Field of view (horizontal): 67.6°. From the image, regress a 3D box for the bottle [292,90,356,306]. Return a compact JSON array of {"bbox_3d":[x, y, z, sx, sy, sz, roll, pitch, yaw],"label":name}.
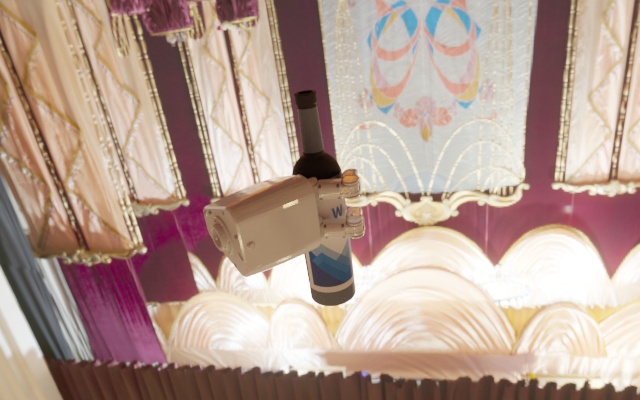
[{"bbox_3d":[0.000,0.002,0.638,0.069,0.296,0.069,-7,25,3],"label":"bottle"}]
